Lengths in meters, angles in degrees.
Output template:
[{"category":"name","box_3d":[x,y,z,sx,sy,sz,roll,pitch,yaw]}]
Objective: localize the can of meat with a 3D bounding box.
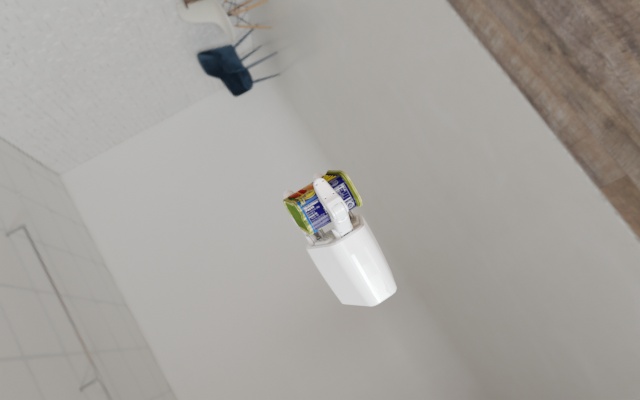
[{"category":"can of meat","box_3d":[0.000,0.002,0.682,0.084,0.057,0.102,-32,11,-10]}]
